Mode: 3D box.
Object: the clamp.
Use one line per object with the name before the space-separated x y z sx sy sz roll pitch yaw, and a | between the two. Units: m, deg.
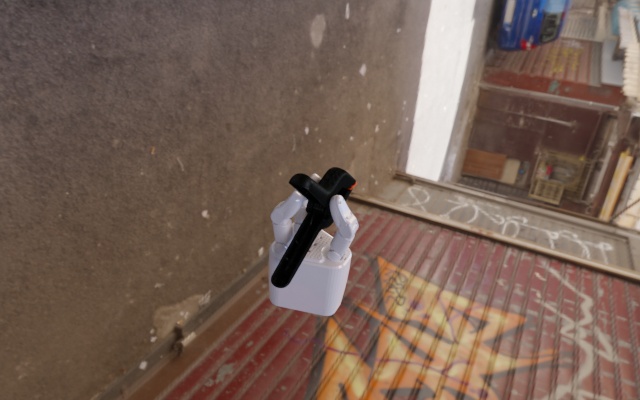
clamp | 0.001 0.002 0.652 0.036 0.165 0.210 24 38 16
